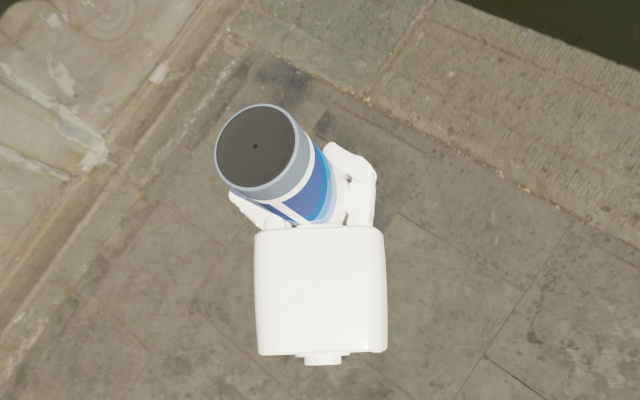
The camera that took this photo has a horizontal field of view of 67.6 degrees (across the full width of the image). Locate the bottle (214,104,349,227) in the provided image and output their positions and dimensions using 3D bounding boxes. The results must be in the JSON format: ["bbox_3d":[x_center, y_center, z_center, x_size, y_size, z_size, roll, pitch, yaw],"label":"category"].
[{"bbox_3d":[0.000,0.001,0.470,0.069,0.069,0.296,0,-16,19],"label":"bottle"}]
